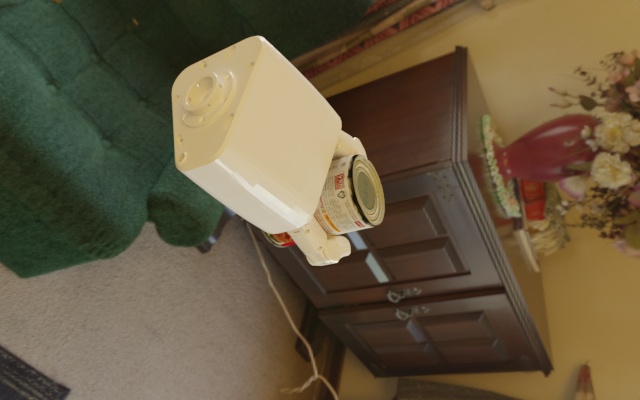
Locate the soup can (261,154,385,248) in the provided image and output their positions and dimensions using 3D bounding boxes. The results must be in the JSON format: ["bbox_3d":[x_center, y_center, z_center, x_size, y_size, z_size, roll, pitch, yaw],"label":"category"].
[{"bbox_3d":[0.001,0.002,0.446,0.102,0.068,0.068,-15,-7,28],"label":"soup can"}]
